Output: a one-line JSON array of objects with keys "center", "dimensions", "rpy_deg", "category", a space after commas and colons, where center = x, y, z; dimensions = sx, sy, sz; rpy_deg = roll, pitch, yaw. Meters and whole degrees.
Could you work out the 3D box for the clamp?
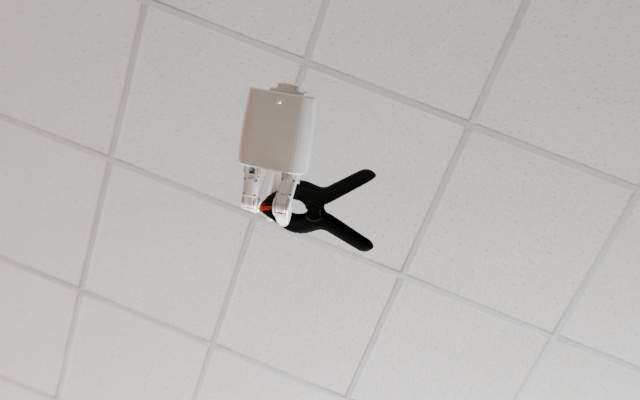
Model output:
[{"center": [0.000, 0.002, 0.677], "dimensions": [0.171, 0.120, 0.039], "rpy_deg": [11, 15, 6], "category": "clamp"}]
